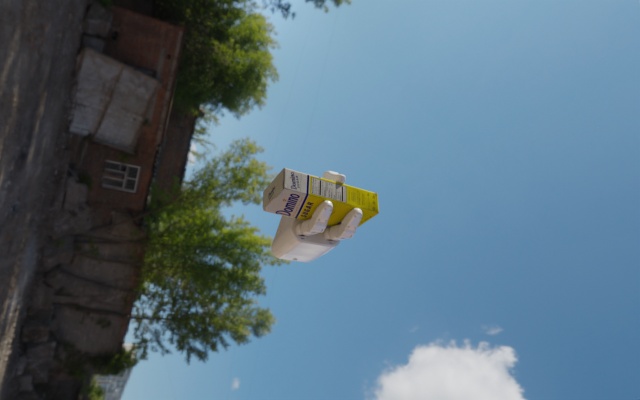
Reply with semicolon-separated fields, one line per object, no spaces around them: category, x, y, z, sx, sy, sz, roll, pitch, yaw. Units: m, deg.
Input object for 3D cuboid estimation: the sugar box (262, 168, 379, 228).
sugar box;0.000;0.003;0.802;0.176;0.048;0.093;11;-29;-24
